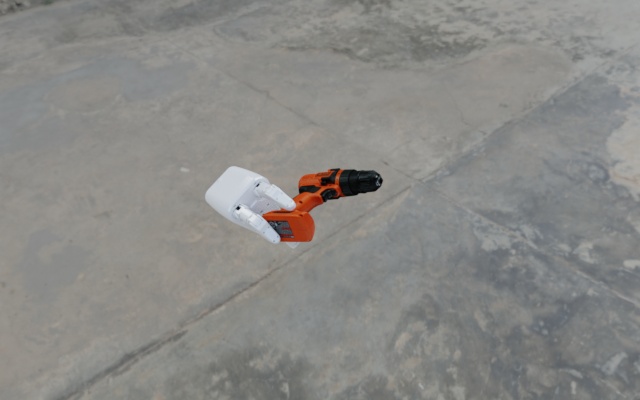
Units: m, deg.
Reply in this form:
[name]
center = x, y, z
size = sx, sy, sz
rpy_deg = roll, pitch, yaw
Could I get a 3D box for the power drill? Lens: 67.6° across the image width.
[power drill]
center = 0.000, 0.003, 0.858
size = 0.184, 0.057, 0.187
rpy_deg = -5, 26, 40
